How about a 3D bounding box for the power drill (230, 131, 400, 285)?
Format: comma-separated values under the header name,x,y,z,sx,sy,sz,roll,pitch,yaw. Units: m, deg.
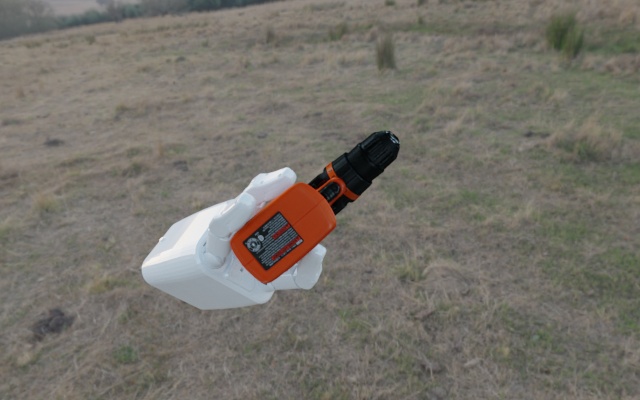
name,x,y,z,sx,sy,sz,roll,pitch,yaw
power drill,0.000,0.002,0.497,0.184,0.057,0.187,-42,-2,21
